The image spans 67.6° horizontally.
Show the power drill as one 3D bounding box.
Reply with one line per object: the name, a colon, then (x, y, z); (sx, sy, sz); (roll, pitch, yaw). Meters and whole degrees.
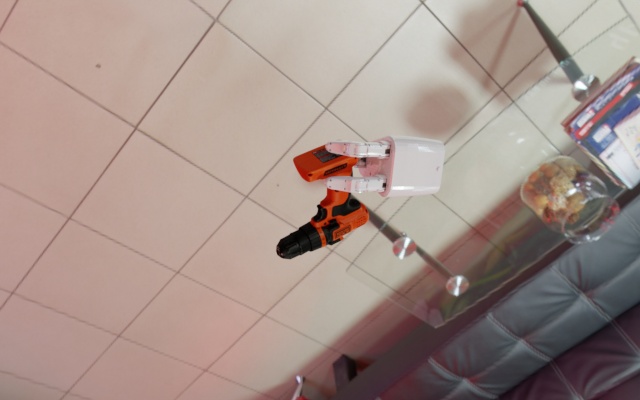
power drill: (0.000, 0.002, 0.804); (0.184, 0.188, 0.057); (-26, 47, -23)
